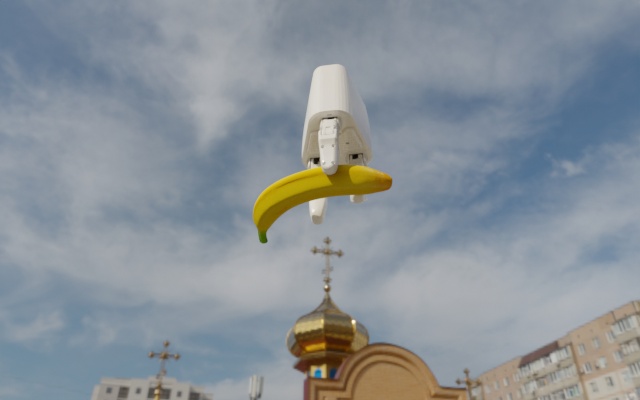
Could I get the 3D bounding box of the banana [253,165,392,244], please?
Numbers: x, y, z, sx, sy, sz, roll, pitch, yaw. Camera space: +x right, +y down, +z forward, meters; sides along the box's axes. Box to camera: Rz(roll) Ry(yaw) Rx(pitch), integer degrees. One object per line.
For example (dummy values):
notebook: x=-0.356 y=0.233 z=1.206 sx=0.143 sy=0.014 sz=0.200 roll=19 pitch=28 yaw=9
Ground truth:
banana: x=-0.013 y=-0.007 z=0.583 sx=0.198 sy=0.037 sz=0.070 roll=-23 pitch=-47 yaw=25
